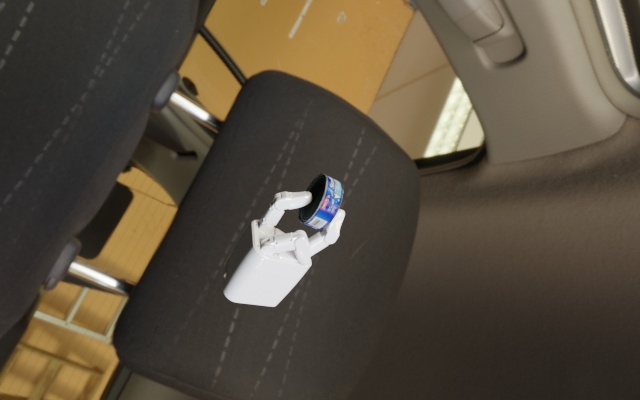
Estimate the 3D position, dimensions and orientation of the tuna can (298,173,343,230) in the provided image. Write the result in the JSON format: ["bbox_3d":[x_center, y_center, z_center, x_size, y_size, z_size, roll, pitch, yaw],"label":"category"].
[{"bbox_3d":[0.001,0.003,0.760,0.034,0.086,0.086,25,-10,-21],"label":"tuna can"}]
